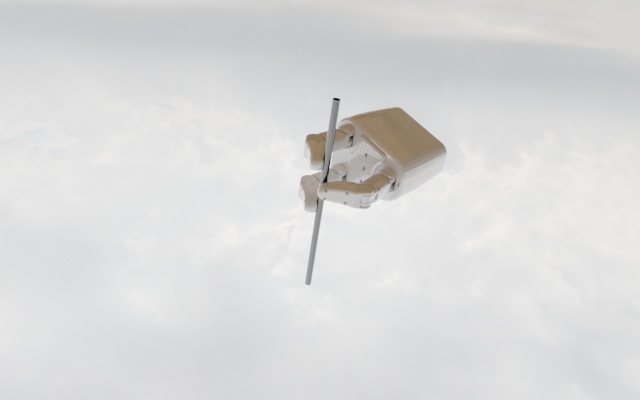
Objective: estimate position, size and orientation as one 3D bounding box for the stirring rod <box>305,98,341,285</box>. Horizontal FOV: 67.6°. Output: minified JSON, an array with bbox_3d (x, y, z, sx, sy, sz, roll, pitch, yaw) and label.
[{"bbox_3d":[0.000,0.002,0.532,0.011,0.240,0.011,6,32,-4],"label":"stirring rod"}]
